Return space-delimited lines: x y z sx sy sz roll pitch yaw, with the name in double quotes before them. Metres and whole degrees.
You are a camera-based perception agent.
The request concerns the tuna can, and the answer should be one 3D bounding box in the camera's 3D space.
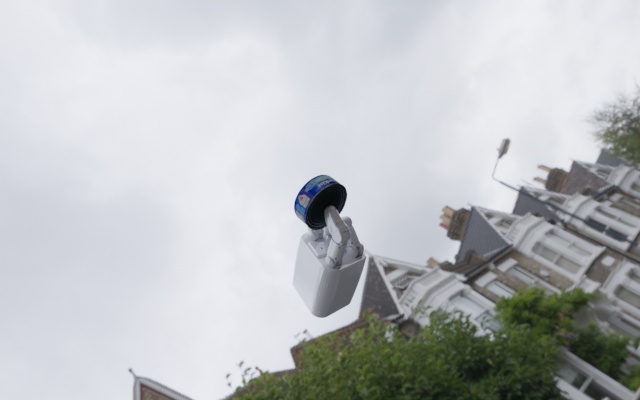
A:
"tuna can" 0.000 0.002 0.756 0.086 0.086 0.033 0 31 -49
